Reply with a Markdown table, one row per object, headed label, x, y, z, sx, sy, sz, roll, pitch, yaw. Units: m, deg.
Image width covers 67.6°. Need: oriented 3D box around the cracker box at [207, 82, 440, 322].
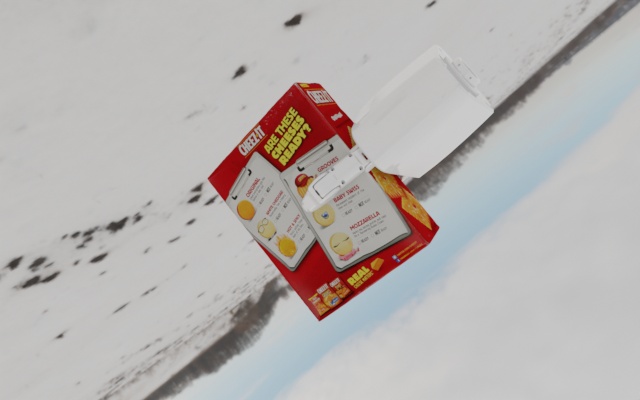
| label | x | y | z | sx | sy | sz | roll | pitch | yaw |
| --- | --- | --- | --- | --- | --- | --- | --- | --- | --- |
| cracker box | 0.000 | 0.002 | 0.539 | 0.164 | 0.213 | 0.072 | -41 | -6 | 27 |
